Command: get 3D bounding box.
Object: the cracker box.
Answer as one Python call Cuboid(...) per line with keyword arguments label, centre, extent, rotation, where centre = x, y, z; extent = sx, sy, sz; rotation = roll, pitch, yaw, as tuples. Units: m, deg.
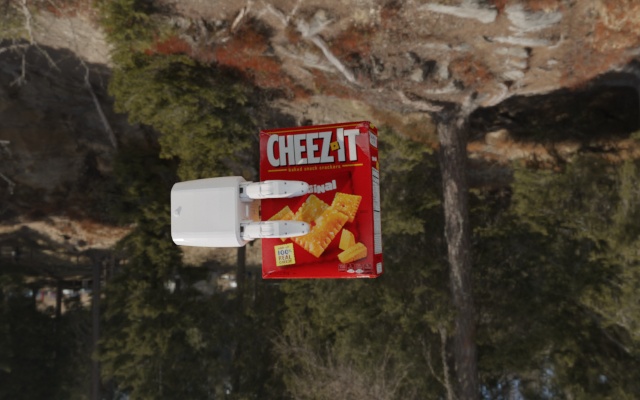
Cuboid(label="cracker box", centre=(0.000, 0.002, 0.681), extent=(0.164, 0.213, 0.072), rotation=(-3, -4, 16))
